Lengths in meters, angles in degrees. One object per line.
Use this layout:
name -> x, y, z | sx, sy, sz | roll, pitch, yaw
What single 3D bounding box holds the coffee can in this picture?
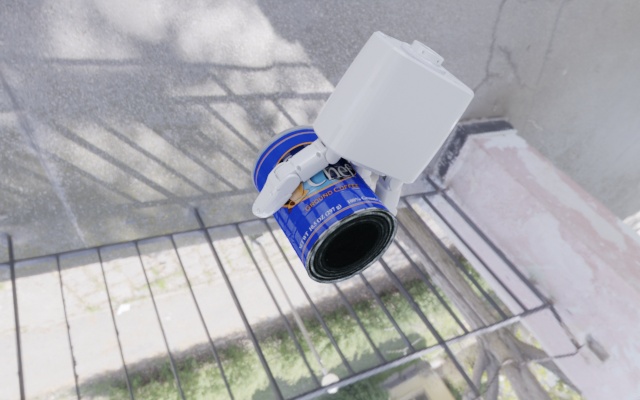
coffee can -> 0.000, 0.002, 0.505 | 0.103, 0.103, 0.140 | 0, 41, -37
